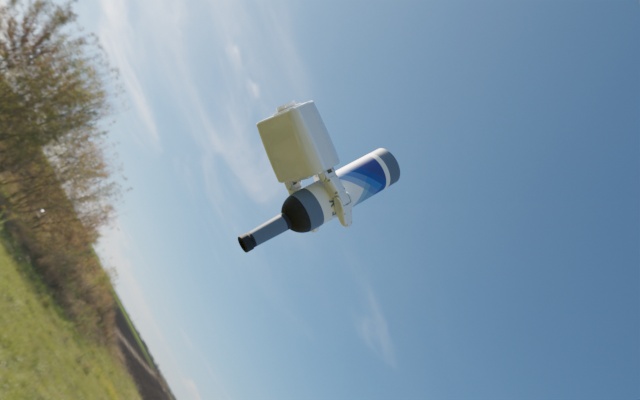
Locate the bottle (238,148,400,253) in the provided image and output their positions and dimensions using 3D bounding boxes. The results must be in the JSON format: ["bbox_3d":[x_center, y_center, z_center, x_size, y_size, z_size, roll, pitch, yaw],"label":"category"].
[{"bbox_3d":[0.000,0.002,0.772,0.295,0.069,0.069,-29,13,-26],"label":"bottle"}]
